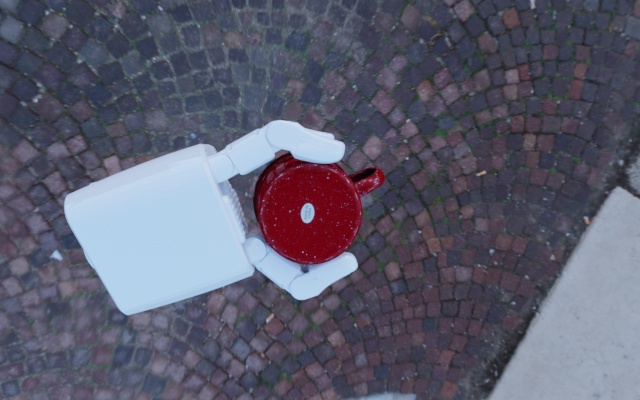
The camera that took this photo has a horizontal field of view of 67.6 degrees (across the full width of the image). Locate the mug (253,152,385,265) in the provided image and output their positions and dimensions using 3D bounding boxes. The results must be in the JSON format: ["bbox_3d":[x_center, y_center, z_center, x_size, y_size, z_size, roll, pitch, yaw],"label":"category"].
[{"bbox_3d":[0.001,0.001,0.402,0.117,0.093,0.081,-21,10,-3],"label":"mug"}]
